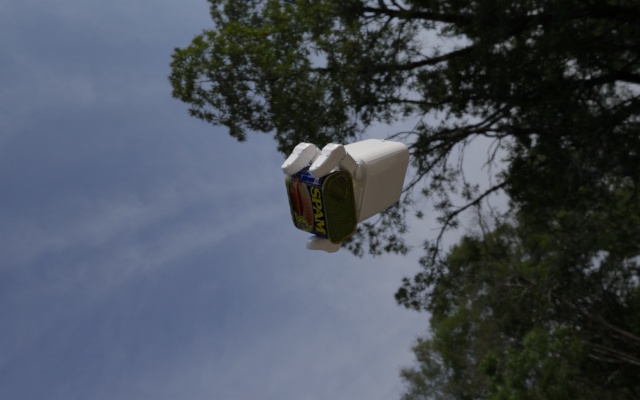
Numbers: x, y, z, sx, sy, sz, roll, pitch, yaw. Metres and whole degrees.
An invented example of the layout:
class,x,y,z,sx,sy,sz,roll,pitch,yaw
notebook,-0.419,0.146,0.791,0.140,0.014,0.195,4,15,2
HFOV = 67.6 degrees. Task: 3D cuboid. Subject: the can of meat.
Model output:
class,x,y,z,sx,sy,sz,roll,pitch,yaw
can of meat,0.000,0.002,0.684,0.057,0.102,0.084,-26,28,-37
